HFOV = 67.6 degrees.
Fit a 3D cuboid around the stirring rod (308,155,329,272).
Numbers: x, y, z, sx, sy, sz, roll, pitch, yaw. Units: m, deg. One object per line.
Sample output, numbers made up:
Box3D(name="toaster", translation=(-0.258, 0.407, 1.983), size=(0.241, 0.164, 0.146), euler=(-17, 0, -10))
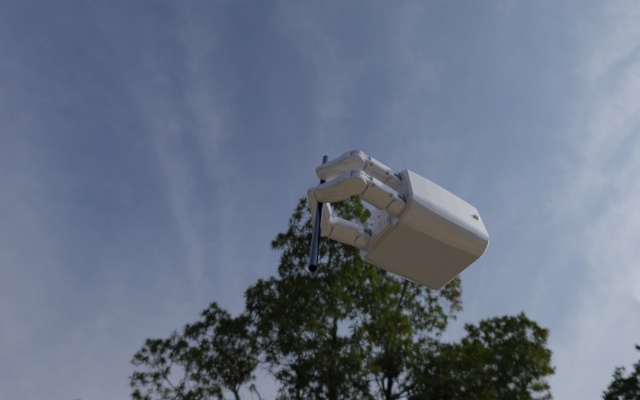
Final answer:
Box3D(name="stirring rod", translation=(0.000, 0.002, 0.519), size=(0.011, 0.011, 0.239), euler=(0, 28, 4))
